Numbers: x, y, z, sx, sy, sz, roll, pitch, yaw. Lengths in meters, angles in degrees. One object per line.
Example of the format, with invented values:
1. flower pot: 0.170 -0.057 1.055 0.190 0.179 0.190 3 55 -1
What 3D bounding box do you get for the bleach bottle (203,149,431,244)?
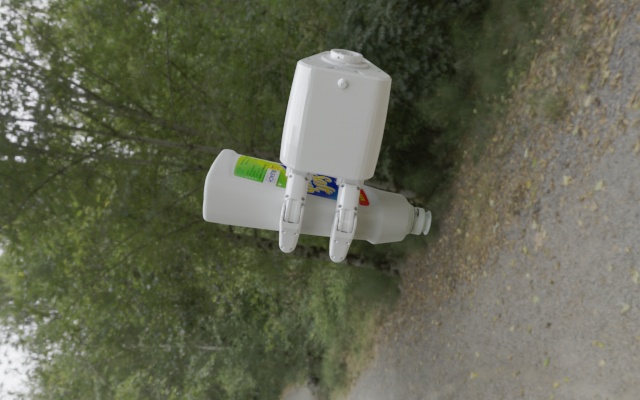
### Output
1. bleach bottle: 0.000 0.002 0.552 0.251 0.068 0.102 9 25 -2
